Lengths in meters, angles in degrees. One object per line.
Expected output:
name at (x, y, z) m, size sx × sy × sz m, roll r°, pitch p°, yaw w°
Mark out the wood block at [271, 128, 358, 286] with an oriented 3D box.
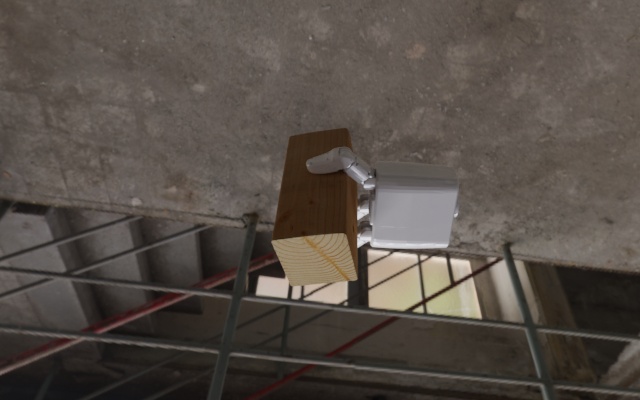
wood block at (0.000, 0.002, 0.645) m, size 0.090 × 0.091 × 0.206 m, roll -7°, pitch 42°, yaw 10°
